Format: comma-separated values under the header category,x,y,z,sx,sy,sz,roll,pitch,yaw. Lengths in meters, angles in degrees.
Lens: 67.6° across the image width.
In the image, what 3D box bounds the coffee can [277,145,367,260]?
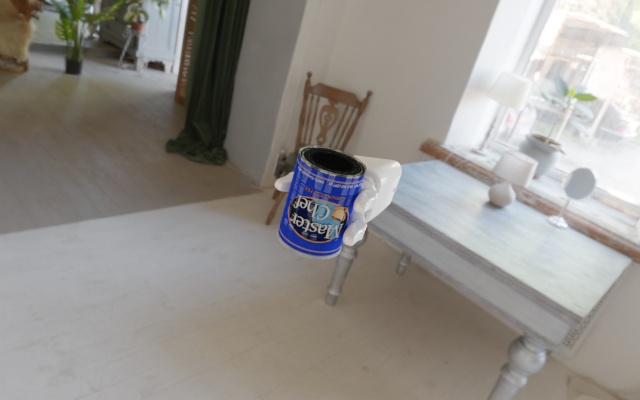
category,x,y,z,sx,sy,sz,roll,pitch,yaw
coffee can,0.000,0.002,0.714,0.103,0.140,0.102,14,25,-7
